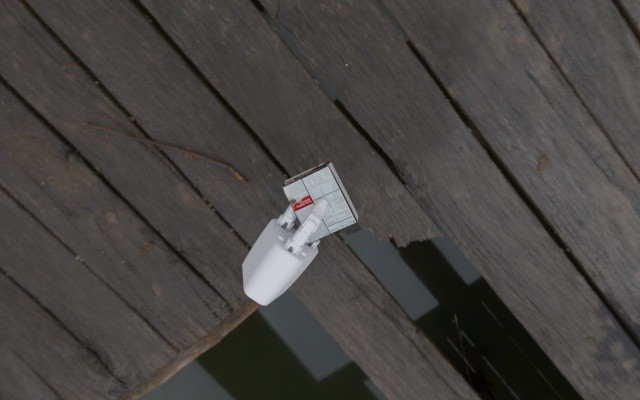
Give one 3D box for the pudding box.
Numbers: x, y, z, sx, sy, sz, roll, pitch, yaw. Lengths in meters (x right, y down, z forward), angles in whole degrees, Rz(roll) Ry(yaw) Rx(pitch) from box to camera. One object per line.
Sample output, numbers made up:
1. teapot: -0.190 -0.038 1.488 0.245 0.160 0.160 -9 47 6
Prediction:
1. pudding box: 0.000 0.003 0.791 0.090 0.113 0.039 -25 14 11
